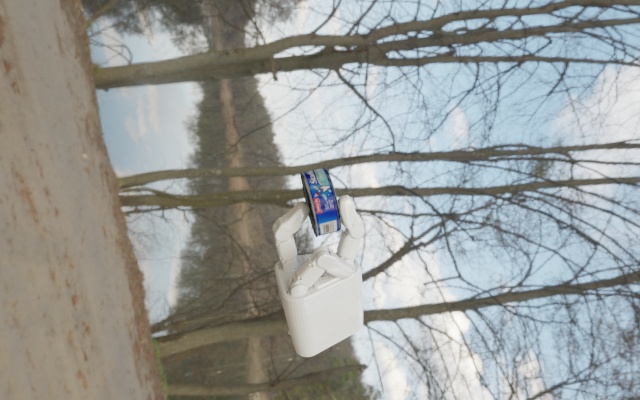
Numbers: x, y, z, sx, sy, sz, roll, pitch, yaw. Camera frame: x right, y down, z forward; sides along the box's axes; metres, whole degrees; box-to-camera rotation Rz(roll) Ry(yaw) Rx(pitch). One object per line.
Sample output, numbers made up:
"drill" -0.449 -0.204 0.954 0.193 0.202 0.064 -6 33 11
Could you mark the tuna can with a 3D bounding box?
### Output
"tuna can" 0.001 0.002 0.616 0.034 0.086 0.086 -14 1 -6
